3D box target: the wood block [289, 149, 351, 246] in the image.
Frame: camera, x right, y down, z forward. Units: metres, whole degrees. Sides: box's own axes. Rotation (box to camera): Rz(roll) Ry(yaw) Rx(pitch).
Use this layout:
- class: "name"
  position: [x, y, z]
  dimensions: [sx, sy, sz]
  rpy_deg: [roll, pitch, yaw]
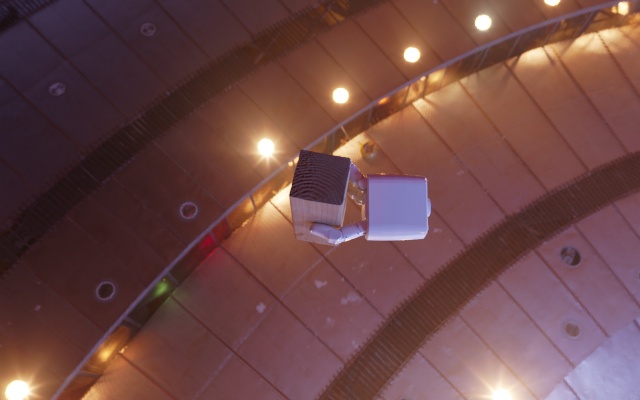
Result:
- class: "wood block"
  position: [0.000, 0.003, 0.870]
  dimensions: [0.090, 0.090, 0.206]
  rpy_deg: [10, -24, 5]
